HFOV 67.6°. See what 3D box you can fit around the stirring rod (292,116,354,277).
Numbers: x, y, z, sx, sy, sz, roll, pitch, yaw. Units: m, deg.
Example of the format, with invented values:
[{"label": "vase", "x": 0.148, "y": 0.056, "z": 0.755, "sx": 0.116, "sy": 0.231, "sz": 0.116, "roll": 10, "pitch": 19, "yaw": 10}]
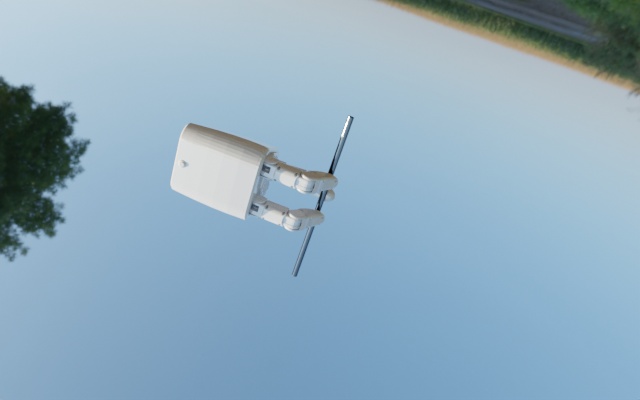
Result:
[{"label": "stirring rod", "x": 0.000, "y": 0.002, "z": 0.629, "sx": 0.011, "sy": 0.240, "sz": 0.011, "roll": 16, "pitch": 24, "yaw": -7}]
